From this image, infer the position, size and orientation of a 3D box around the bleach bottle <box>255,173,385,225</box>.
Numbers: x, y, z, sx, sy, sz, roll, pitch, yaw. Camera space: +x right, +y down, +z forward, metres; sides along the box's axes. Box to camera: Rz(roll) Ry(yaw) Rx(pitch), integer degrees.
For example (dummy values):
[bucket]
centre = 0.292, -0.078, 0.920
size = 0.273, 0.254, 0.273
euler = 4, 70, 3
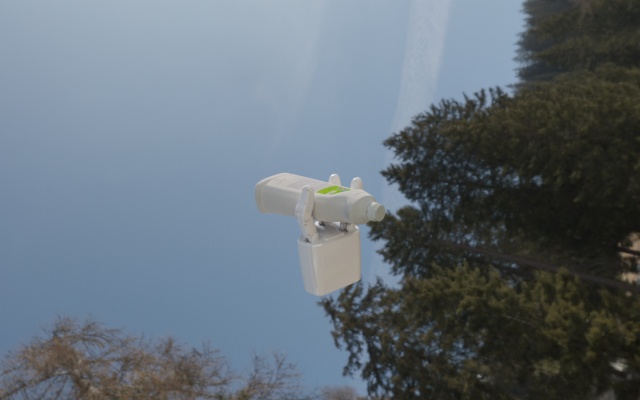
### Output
[bleach bottle]
centre = 0.000, 0.003, 0.863
size = 0.251, 0.068, 0.102
euler = 13, 27, 40
